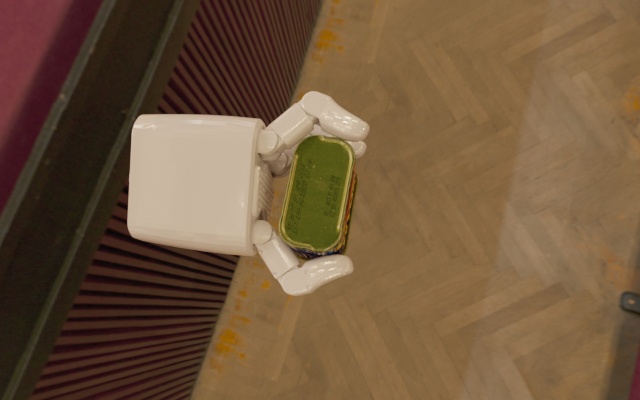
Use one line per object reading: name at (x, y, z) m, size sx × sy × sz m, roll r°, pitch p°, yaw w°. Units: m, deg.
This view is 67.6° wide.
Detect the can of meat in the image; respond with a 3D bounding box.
can of meat at (0.000, 0.001, 0.423) m, size 0.057 × 0.102 × 0.084 m, roll 9°, pitch -12°, yaw 6°
